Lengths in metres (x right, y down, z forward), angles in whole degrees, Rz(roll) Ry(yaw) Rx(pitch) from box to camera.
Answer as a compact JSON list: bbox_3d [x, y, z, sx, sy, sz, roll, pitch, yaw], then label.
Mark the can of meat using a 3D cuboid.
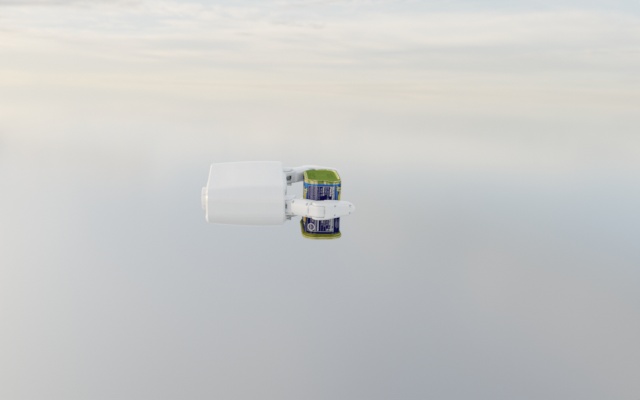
[{"bbox_3d":[0.000,0.002,0.702,0.057,0.084,0.102,0,13,-5],"label":"can of meat"}]
